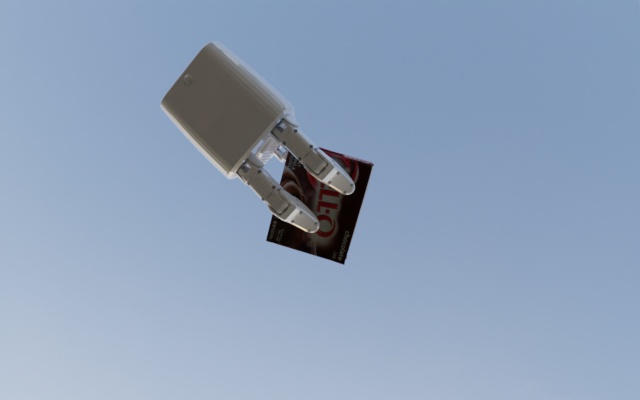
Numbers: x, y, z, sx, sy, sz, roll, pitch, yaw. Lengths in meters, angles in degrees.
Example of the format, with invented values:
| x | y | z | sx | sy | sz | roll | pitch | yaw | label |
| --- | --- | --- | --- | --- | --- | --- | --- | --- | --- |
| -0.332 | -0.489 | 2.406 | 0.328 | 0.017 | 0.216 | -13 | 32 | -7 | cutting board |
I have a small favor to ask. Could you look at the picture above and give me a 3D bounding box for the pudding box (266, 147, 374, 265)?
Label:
| x | y | z | sx | sy | sz | roll | pitch | yaw | label |
| --- | --- | --- | --- | --- | --- | --- | --- | --- | --- |
| 0.000 | 0.002 | 0.516 | 0.090 | 0.113 | 0.039 | 16 | 11 | 9 | pudding box |
